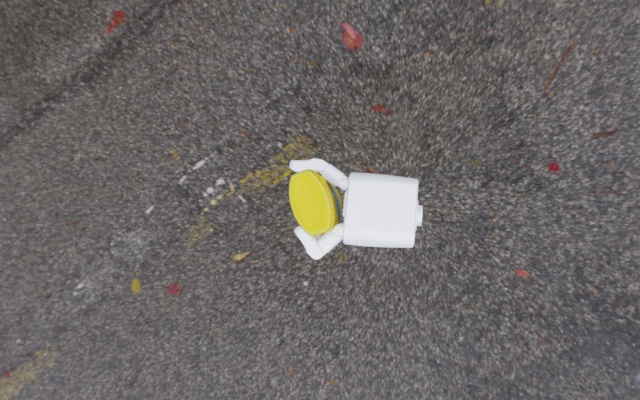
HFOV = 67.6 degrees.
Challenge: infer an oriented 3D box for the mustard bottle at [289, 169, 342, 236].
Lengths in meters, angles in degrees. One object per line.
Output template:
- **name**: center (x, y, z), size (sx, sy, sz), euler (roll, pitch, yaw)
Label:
- **mustard bottle**: center (0.000, 0.003, 0.776), size (0.058, 0.096, 0.191), euler (-21, -3, 9)
